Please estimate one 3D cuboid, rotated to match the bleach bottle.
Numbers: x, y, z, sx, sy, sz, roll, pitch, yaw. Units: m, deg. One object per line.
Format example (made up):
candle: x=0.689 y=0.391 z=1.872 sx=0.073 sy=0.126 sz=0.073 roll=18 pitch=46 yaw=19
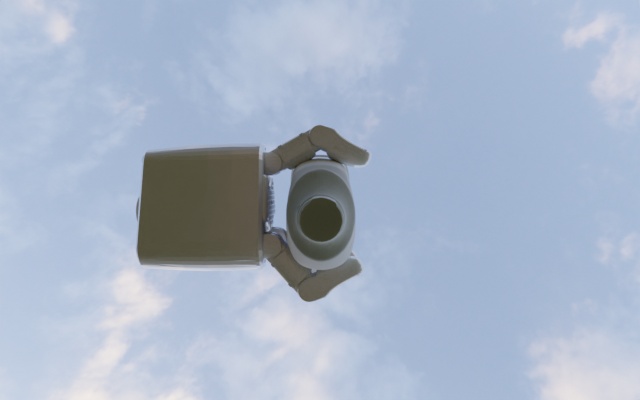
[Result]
bleach bottle: x=0.000 y=0.002 z=0.431 sx=0.068 sy=0.102 sz=0.251 roll=-1 pitch=1 yaw=0
